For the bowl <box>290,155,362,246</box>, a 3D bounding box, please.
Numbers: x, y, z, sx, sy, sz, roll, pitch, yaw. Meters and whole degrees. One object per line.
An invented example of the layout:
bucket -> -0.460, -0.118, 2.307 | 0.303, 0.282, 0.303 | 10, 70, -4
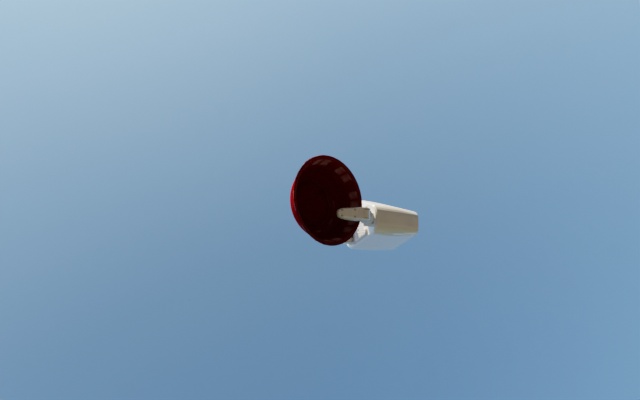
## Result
bowl -> -0.001, 0.002, 0.857 | 0.162, 0.162, 0.055 | 0, -8, -41
